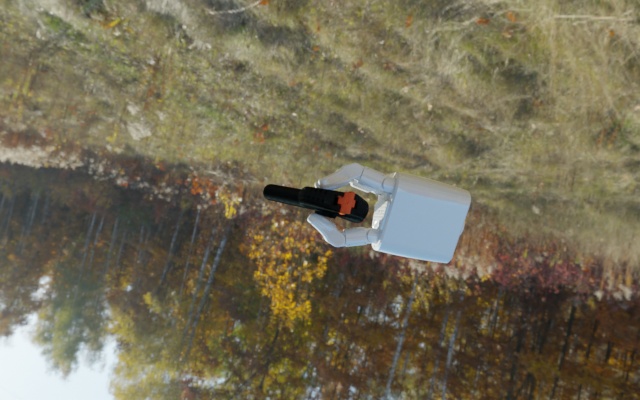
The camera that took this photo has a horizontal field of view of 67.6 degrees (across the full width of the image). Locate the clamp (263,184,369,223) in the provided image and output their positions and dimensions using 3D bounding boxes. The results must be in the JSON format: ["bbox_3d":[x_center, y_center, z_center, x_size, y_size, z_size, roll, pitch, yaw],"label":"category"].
[{"bbox_3d":[0.000,0.003,0.660,0.164,0.036,0.210,14,-4,-5],"label":"clamp"}]
